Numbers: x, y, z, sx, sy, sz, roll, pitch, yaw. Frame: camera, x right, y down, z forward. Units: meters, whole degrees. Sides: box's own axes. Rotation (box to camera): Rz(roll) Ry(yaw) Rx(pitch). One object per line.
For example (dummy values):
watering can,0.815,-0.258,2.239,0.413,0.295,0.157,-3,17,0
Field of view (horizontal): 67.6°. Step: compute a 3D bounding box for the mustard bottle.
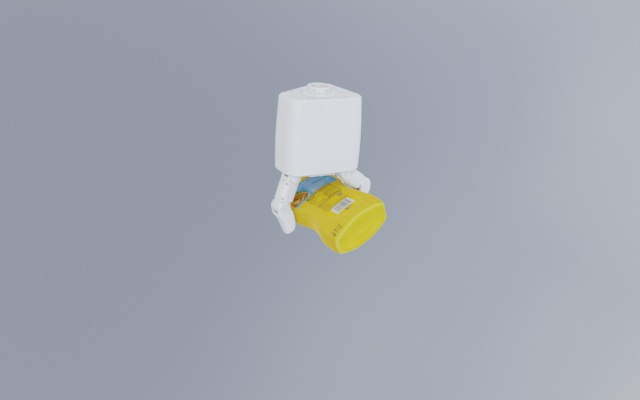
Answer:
mustard bottle,0.000,0.003,0.717,0.096,0.058,0.191,-38,43,-20
